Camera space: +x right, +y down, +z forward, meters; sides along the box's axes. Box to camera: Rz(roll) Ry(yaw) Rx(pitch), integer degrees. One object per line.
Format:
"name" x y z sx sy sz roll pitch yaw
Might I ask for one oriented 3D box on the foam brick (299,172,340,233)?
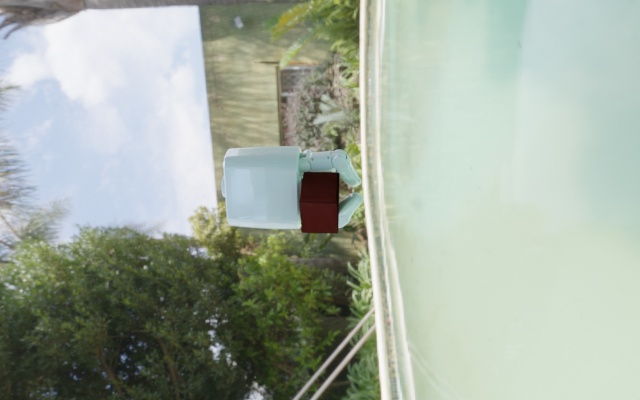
"foam brick" 0.000 0.002 0.654 0.051 0.053 0.078 1 34 2
